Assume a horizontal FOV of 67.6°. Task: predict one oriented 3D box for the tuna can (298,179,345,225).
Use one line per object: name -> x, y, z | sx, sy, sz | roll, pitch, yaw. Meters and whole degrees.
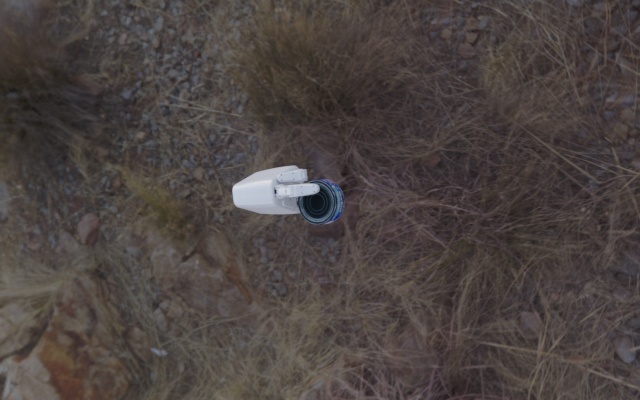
tuna can -> 0.000, 0.003, 0.898 | 0.086, 0.086, 0.034 | 0, 2, 29
